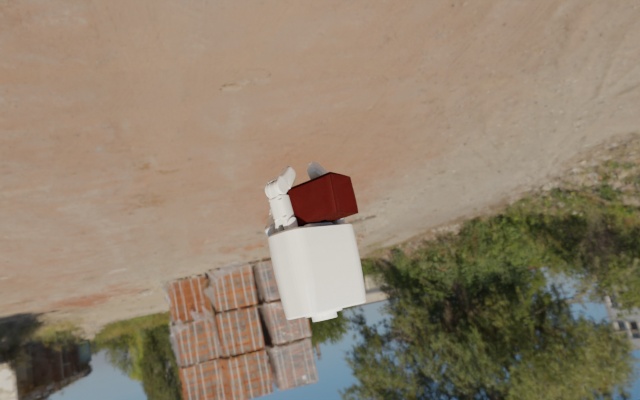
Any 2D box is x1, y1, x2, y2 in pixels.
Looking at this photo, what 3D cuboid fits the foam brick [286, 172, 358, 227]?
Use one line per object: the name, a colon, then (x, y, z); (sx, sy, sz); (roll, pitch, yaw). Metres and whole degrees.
foam brick: (0.000, 0.002, 0.609); (0.078, 0.051, 0.053); (-20, -15, 32)
